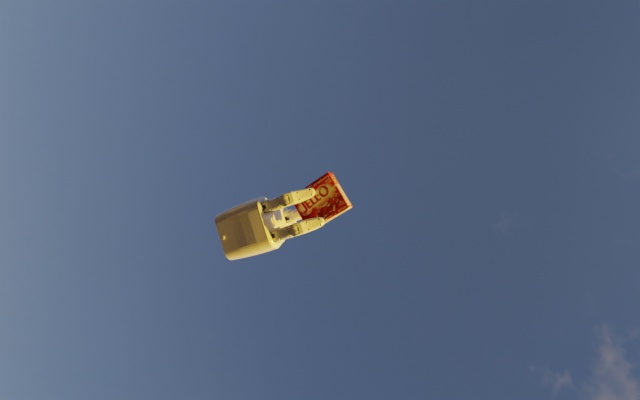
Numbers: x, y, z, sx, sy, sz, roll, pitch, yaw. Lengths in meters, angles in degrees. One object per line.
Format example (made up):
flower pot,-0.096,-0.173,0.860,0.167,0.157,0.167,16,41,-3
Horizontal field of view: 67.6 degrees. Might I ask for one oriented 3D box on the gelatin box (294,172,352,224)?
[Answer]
gelatin box,0.001,0.003,0.854,0.089,0.073,0.030,-32,-8,17
